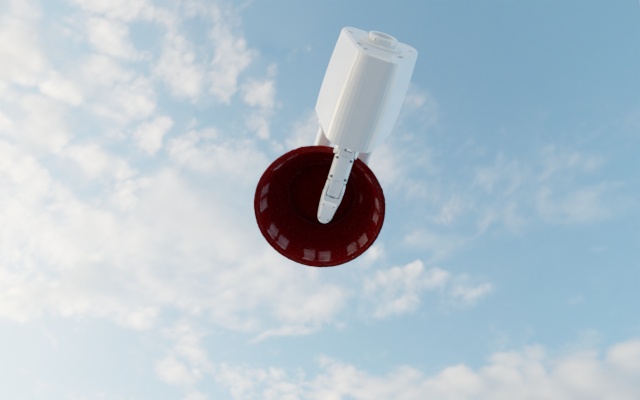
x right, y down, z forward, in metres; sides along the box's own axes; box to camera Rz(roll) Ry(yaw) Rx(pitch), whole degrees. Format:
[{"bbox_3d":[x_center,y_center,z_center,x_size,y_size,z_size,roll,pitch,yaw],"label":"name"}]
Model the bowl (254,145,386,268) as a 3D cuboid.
[{"bbox_3d":[-0.001,0.003,0.606,0.162,0.162,0.055,0,21,5],"label":"bowl"}]
